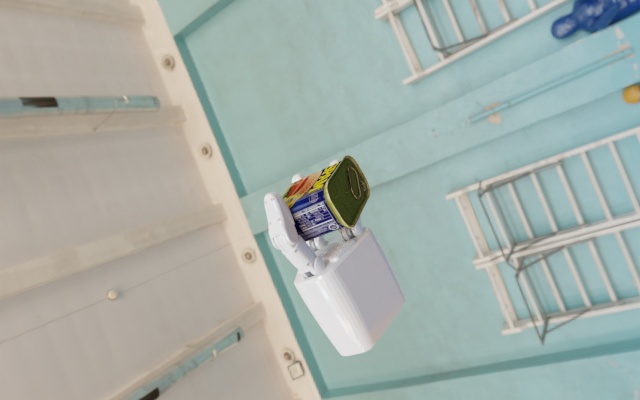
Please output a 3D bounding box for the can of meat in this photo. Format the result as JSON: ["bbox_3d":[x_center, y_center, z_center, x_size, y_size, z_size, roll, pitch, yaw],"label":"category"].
[{"bbox_3d":[0.000,0.002,0.547,0.084,0.057,0.102,-23,18,30],"label":"can of meat"}]
